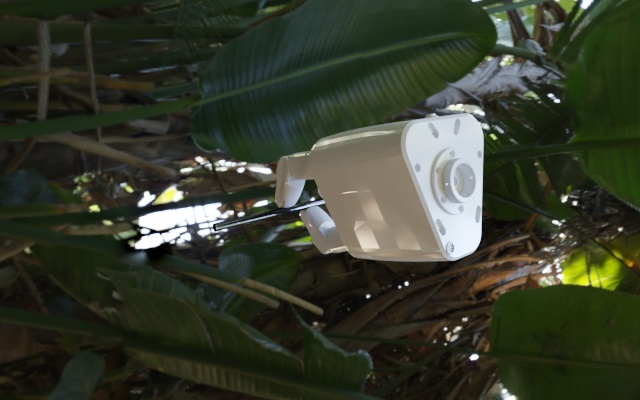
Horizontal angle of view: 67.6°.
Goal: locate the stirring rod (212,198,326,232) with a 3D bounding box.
[{"bbox_3d":[0.000,0.002,0.496,0.239,0.011,0.011,-13,8,-36],"label":"stirring rod"}]
